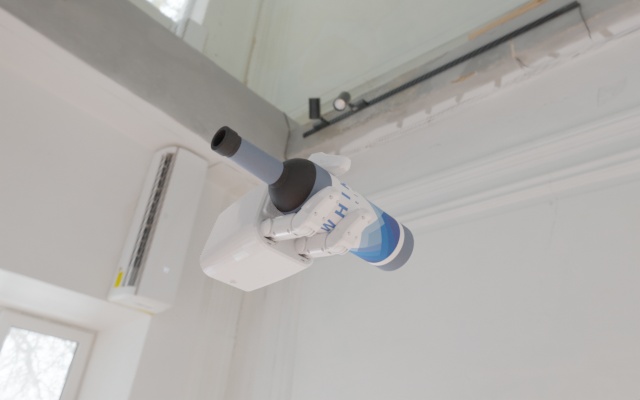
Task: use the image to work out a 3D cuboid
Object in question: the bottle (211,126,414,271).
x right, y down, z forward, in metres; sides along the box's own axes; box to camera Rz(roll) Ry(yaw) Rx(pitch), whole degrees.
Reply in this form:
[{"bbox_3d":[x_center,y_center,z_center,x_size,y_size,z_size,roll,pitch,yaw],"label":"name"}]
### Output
[{"bbox_3d":[0.000,0.002,0.549,0.069,0.069,0.296,0,-25,47],"label":"bottle"}]
